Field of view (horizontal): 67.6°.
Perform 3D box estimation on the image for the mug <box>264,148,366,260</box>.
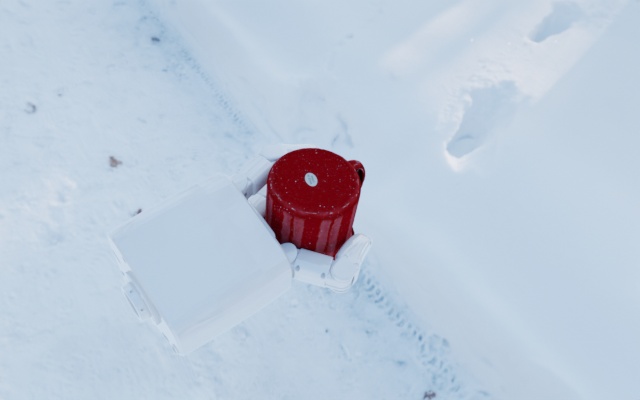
[{"bbox_3d":[0.001,0.001,0.440,0.117,0.082,0.093,-33,61,-29],"label":"mug"}]
